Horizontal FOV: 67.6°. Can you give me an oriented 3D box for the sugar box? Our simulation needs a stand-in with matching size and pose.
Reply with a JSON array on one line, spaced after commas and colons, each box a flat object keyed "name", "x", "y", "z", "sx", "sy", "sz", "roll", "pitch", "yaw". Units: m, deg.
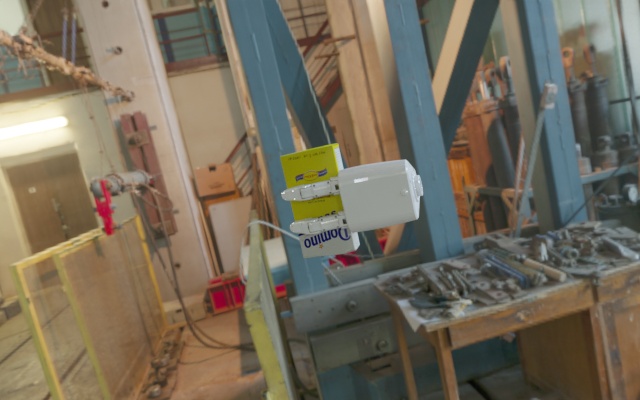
[{"name": "sugar box", "x": 0.000, "y": 0.003, "z": 0.782, "sx": 0.093, "sy": 0.176, "sz": 0.048, "roll": -10, "pitch": 7, "yaw": 18}]
